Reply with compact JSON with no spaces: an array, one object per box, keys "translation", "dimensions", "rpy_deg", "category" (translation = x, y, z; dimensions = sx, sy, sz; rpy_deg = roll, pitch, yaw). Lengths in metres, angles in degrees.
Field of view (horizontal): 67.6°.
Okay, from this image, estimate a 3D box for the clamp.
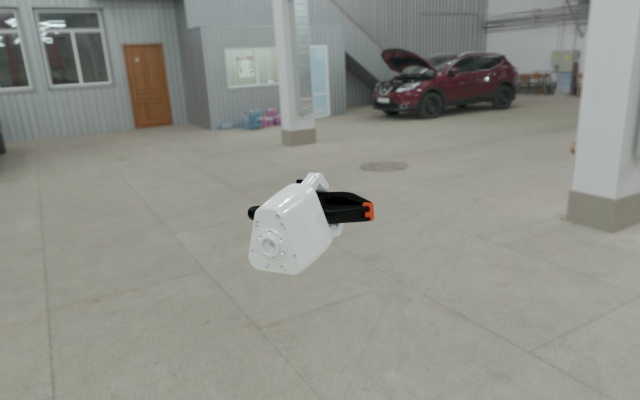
[{"translation":[0.000,0.002,0.841],"dimensions":[0.210,0.036,0.164],"rpy_deg":[5,25,24],"category":"clamp"}]
